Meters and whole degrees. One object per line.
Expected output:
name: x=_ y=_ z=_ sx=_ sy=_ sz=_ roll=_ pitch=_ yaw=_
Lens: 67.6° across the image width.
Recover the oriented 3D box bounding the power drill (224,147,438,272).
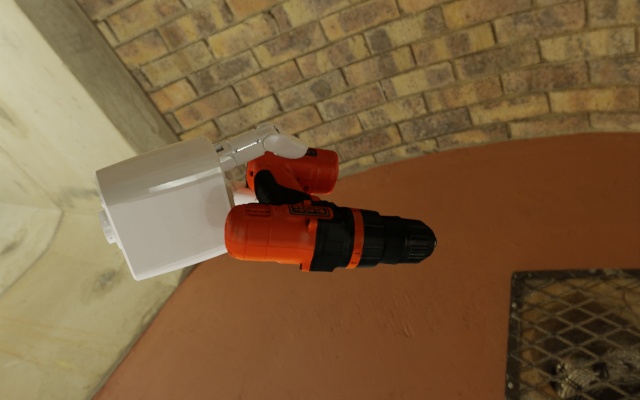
power drill: x=0.000 y=0.001 z=0.467 sx=0.184 sy=0.057 sz=0.187 roll=6 pitch=22 yaw=-14
